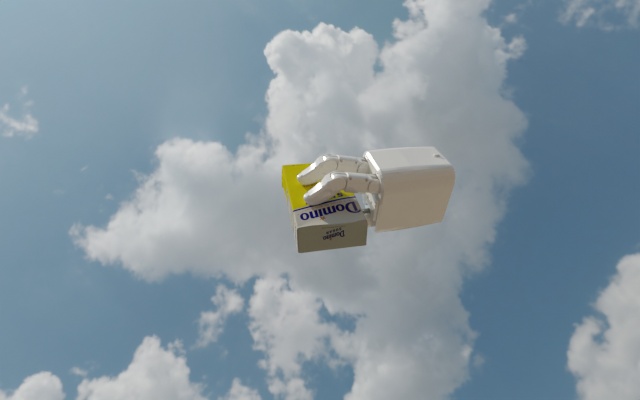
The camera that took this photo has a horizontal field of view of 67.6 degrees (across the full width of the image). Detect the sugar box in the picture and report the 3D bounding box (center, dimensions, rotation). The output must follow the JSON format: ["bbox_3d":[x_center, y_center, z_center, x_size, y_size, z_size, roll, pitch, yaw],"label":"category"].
[{"bbox_3d":[0.000,0.002,0.675,0.093,0.048,0.176,-6,29,-9],"label":"sugar box"}]
